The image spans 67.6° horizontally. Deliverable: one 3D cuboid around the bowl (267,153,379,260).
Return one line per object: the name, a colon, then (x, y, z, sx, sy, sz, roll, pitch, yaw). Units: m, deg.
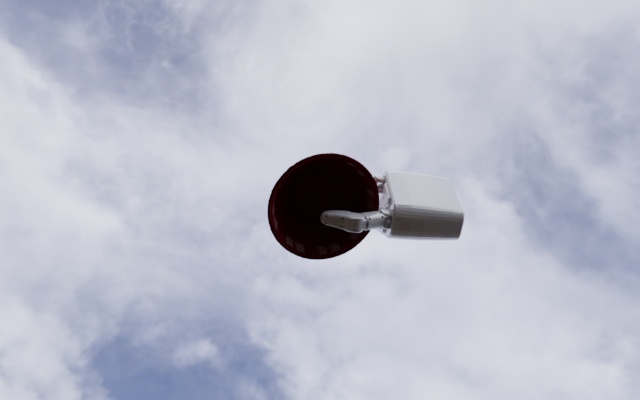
bowl: (-0.001, 0.002, 0.686, 0.162, 0.162, 0.055, 0, 22, -16)
